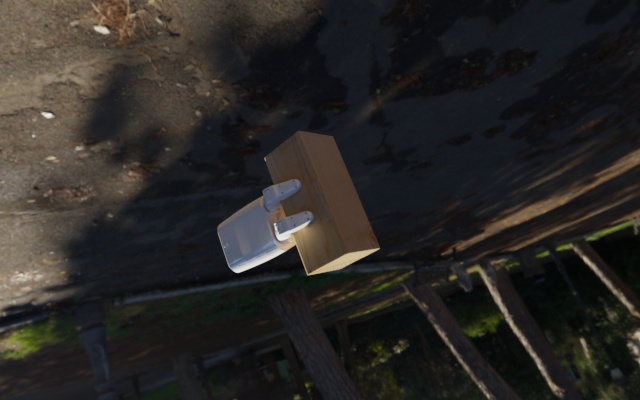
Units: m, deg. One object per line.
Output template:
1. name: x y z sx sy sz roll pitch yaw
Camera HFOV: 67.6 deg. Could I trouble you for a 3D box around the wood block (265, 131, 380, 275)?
1. wood block: 0.000 0.003 0.764 0.090 0.206 0.091 -33 -20 34
